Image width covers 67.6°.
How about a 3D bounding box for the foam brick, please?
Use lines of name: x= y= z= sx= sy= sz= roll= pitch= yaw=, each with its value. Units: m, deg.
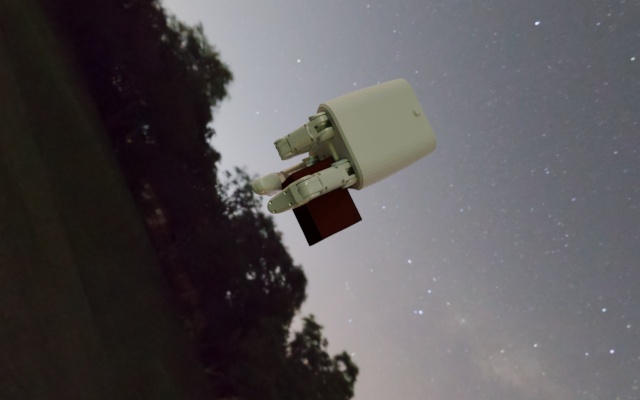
foam brick: x=0.000 y=0.002 z=0.515 sx=0.051 sy=0.078 sz=0.053 roll=-24 pitch=-3 yaw=-21
